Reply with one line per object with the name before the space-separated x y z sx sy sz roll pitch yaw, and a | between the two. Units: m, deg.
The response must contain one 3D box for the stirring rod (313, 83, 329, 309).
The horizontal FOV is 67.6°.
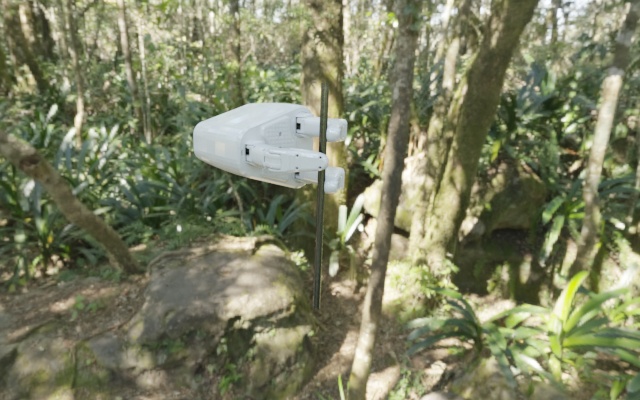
stirring rod | 0.000 0.002 0.496 0.011 0.239 0.011 2 14 -1
